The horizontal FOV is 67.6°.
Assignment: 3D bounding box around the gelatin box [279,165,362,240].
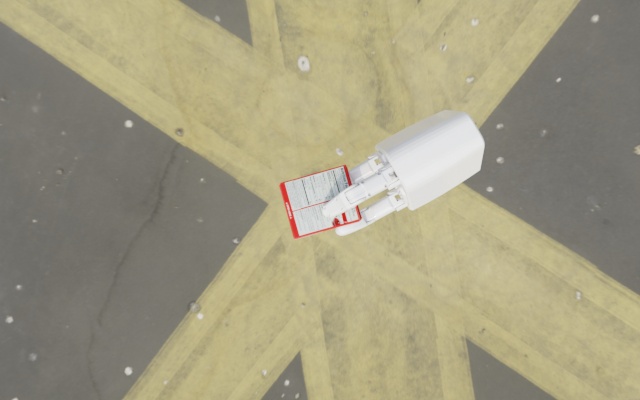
[{"bbox_3d":[0.000,0.002,0.600,0.089,0.073,0.030,-16,-1,2],"label":"gelatin box"}]
